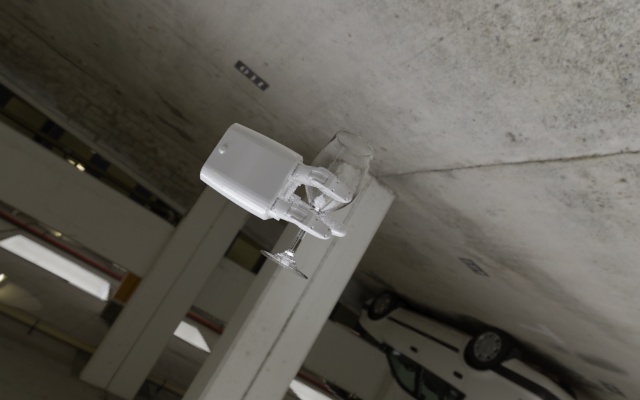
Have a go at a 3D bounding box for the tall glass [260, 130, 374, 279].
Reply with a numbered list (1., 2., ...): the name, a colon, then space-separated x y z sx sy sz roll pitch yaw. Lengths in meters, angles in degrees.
1. tall glass: 0.000 0.003 0.655 0.079 0.201 0.079 29 -12 7
